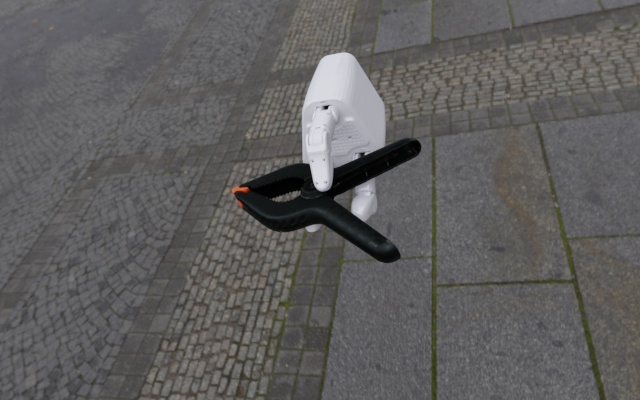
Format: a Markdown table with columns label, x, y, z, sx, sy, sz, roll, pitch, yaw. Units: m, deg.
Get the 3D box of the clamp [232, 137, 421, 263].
| label | x | y | z | sx | sy | sz | roll | pitch | yaw |
| --- | --- | --- | --- | --- | --- | --- | --- | --- | --- |
| clamp | -0.001 | 0.001 | 0.505 | 0.210 | 0.036 | 0.164 | -6 | 43 | 17 |
